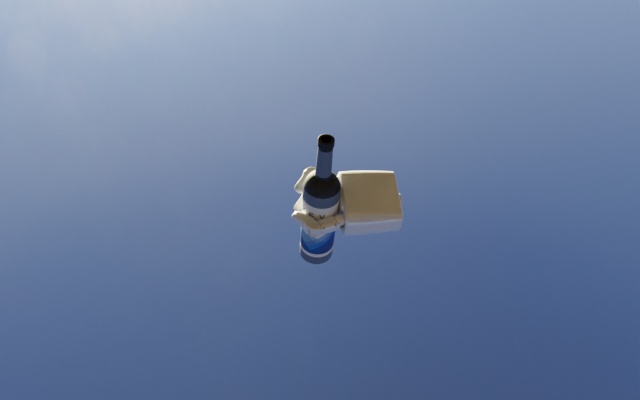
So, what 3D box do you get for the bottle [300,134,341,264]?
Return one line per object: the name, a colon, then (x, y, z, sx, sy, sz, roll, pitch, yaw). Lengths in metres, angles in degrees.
bottle: (0.000, 0.003, 0.861, 0.069, 0.069, 0.296, 0, -43, -5)
